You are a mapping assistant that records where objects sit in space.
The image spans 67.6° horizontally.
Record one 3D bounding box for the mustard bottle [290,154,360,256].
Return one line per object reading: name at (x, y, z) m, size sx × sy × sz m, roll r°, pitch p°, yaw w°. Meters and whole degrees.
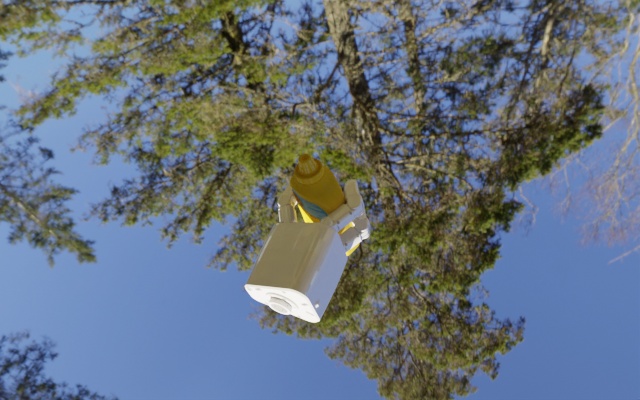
mustard bottle at (0.000, 0.002, 0.715) m, size 0.096 × 0.058 × 0.192 m, roll 35°, pitch -21°, yaw 36°
